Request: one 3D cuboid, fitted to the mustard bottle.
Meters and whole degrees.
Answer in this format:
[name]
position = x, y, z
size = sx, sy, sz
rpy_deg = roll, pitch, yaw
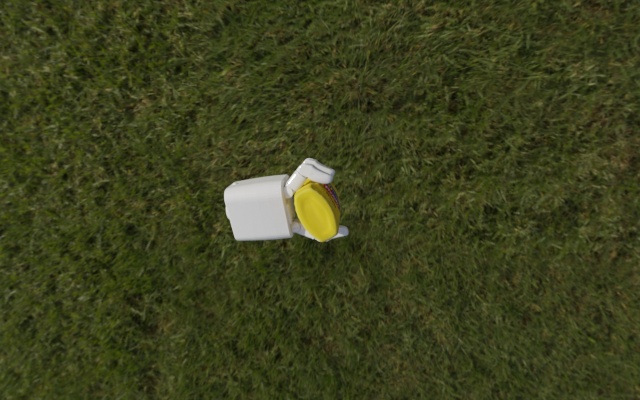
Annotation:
[mustard bottle]
position = 0.000, 0.003, 0.865
size = 0.058, 0.096, 0.191
rpy_deg = -30, 9, 11
